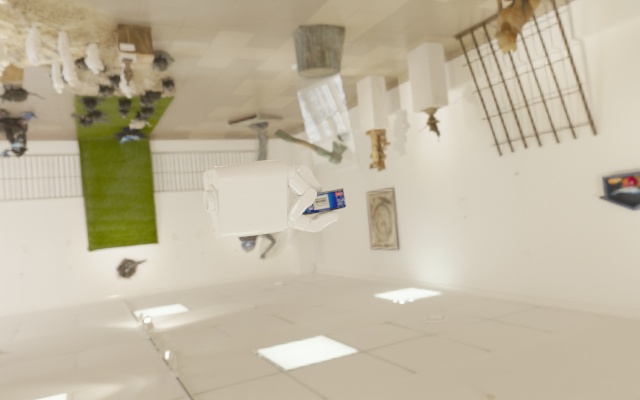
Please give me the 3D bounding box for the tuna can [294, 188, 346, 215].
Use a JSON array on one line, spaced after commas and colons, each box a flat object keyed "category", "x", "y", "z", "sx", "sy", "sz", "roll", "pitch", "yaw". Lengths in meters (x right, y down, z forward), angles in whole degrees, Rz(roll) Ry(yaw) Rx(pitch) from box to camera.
[{"category": "tuna can", "x": 0.000, "y": 0.003, "z": 0.814, "sx": 0.086, "sy": 0.034, "sz": 0.086, "roll": -10, "pitch": 1, "yaw": 0}]
